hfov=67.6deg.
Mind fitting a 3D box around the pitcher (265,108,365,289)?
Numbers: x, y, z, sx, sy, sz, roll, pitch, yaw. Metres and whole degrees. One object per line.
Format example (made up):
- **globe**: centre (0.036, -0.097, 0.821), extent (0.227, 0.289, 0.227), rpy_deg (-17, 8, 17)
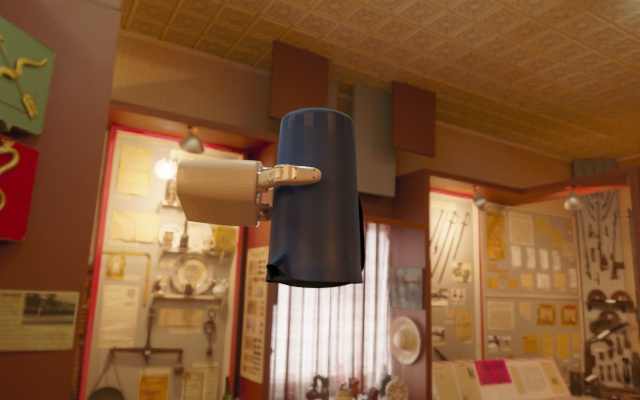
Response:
- **pitcher**: centre (0.000, 0.002, 0.679), extent (0.145, 0.242, 0.149), rpy_deg (2, -11, -2)
